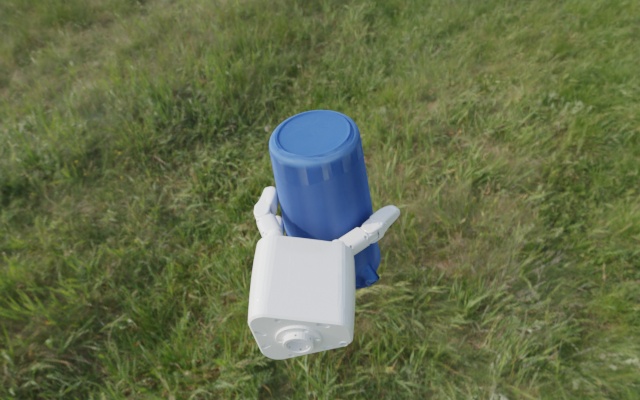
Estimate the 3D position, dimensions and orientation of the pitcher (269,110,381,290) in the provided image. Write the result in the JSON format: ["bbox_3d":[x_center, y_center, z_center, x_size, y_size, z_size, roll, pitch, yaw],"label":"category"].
[{"bbox_3d":[0.000,0.002,0.641,0.149,0.243,0.145,-3,44,8],"label":"pitcher"}]
